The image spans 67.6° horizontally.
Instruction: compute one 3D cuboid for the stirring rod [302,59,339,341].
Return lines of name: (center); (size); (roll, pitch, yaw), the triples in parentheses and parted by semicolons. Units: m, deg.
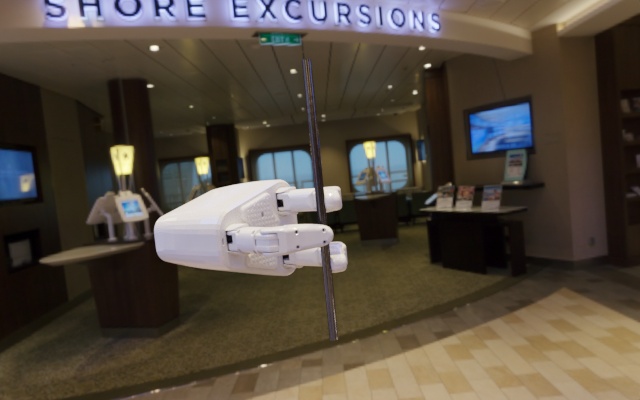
stirring rod: (0.000, 0.001, 0.409); (0.011, 0.239, 0.011); (-6, 4, 0)
